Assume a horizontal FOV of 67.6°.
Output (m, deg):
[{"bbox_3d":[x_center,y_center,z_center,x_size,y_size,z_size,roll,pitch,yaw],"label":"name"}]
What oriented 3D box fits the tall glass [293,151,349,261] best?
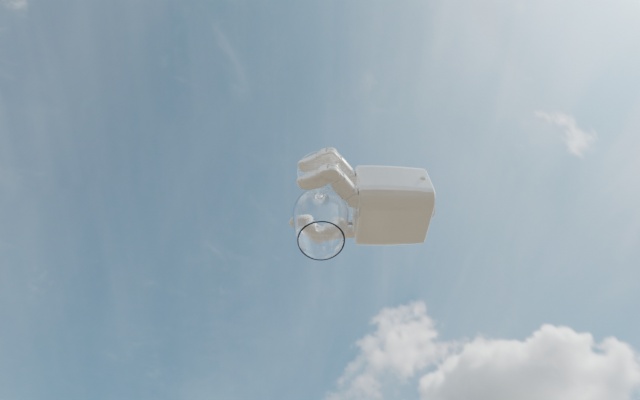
[{"bbox_3d":[0.000,0.002,0.695,0.079,0.079,0.201,0,30,0],"label":"tall glass"}]
